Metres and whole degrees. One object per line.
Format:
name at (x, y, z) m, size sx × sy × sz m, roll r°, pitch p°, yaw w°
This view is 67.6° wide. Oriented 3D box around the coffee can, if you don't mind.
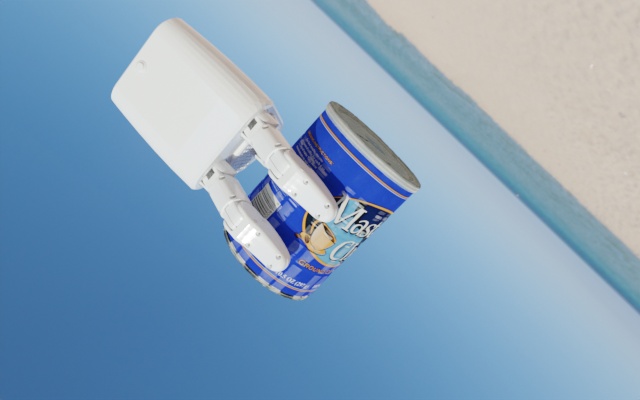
coffee can at (0.000, 0.001, 0.412) m, size 0.140 × 0.102 × 0.103 m, roll -46°, pitch -16°, yaw 16°
